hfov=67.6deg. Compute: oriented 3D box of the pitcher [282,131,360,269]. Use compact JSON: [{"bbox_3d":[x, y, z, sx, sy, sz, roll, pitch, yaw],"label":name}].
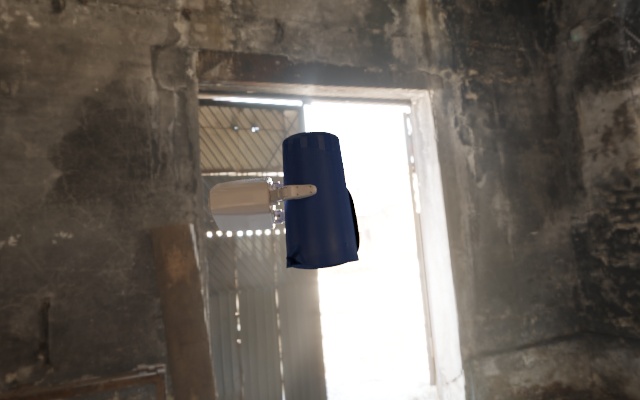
[{"bbox_3d":[0.000,0.003,0.880,0.145,0.243,0.149,-5,-6,-2],"label":"pitcher"}]
